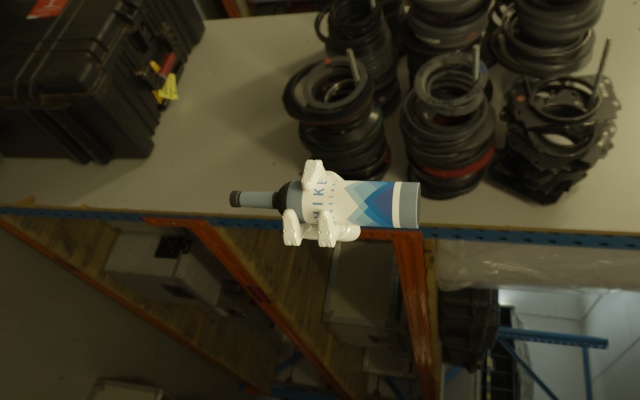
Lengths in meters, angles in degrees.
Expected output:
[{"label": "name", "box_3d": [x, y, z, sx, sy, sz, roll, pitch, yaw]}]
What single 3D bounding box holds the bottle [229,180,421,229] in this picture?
[{"label": "bottle", "box_3d": [0.000, 0.002, 0.727, 0.296, 0.069, 0.069, 2, 0, 16]}]
